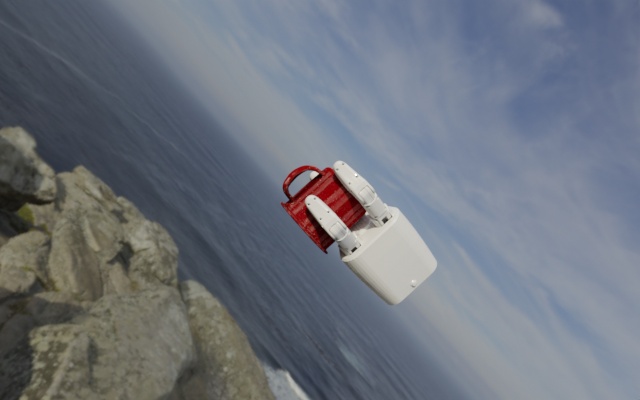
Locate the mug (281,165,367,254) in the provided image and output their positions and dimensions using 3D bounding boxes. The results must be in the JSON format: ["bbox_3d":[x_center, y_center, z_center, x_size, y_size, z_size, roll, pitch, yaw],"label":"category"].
[{"bbox_3d":[-0.001,0.001,0.629,0.081,0.117,0.093,-42,25,-1],"label":"mug"}]
